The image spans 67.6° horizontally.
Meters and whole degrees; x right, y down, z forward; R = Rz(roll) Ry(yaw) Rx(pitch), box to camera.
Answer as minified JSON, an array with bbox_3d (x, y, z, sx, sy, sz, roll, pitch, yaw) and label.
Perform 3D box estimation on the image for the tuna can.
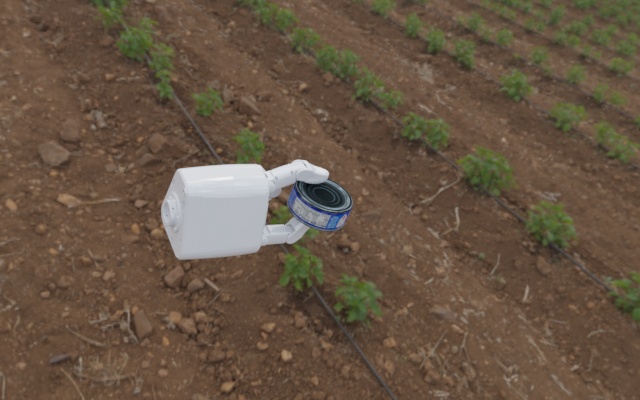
[{"bbox_3d":[0.000,0.002,0.653,0.086,0.034,0.086,17,32,-11],"label":"tuna can"}]
